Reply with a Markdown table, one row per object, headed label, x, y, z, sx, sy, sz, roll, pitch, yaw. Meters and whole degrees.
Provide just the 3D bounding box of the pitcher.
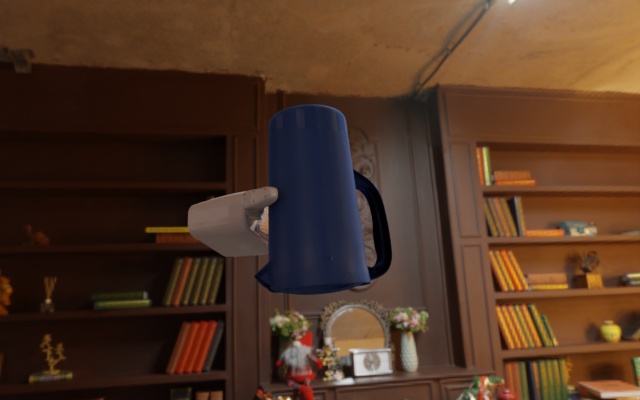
| label | x | y | z | sx | sy | sz | roll | pitch | yaw |
| --- | --- | --- | --- | --- | --- | --- | --- | --- | --- |
| pitcher | 0.000 | 0.002 | 0.642 | 0.145 | 0.242 | 0.149 | -10 | -14 | 26 |
